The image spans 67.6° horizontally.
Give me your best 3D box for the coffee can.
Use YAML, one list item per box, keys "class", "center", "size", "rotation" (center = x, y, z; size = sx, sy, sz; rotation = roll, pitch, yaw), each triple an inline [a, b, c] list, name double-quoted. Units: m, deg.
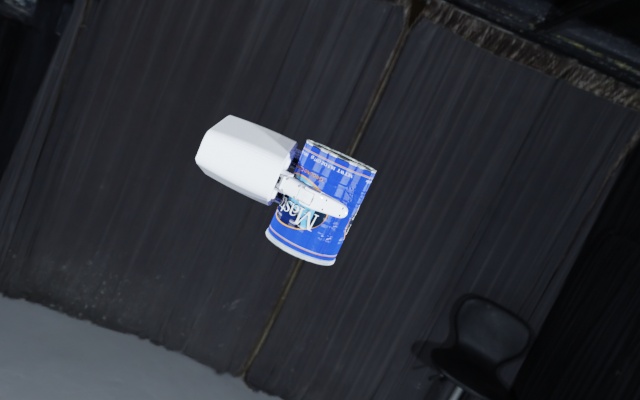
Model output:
- class: "coffee can"
  center: [0.000, 0.002, 0.647]
  size: [0.103, 0.140, 0.103]
  rotation: [24, 8, -4]
